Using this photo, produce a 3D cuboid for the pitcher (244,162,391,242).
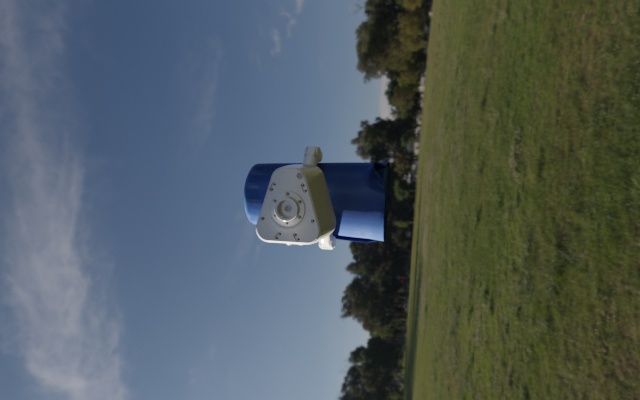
[{"bbox_3d":[0.000,0.003,0.826,0.243,0.149,0.145,3,5,11],"label":"pitcher"}]
